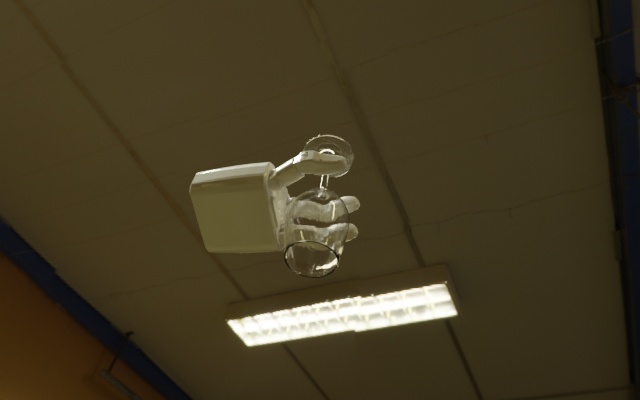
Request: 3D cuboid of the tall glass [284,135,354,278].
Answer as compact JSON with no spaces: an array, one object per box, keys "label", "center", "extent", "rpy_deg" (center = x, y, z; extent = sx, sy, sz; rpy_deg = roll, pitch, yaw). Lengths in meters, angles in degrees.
[{"label":"tall glass","center":[0.000,0.001,0.606],"extent":[0.079,0.079,0.200],"rpy_deg":[0,40,8]}]
